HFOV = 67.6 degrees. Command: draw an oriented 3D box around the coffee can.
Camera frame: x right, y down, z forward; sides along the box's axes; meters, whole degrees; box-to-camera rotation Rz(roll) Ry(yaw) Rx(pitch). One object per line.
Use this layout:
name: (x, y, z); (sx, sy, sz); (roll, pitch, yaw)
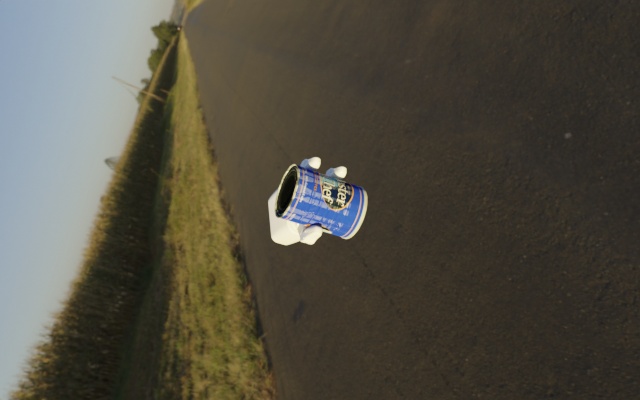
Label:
coffee can: (0.000, 0.003, 0.875); (0.140, 0.103, 0.103); (18, -7, -21)
